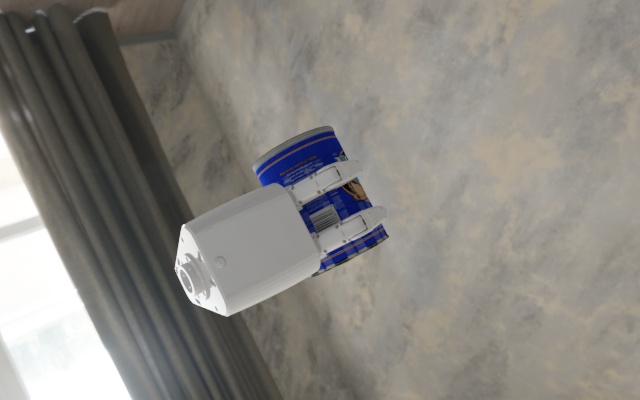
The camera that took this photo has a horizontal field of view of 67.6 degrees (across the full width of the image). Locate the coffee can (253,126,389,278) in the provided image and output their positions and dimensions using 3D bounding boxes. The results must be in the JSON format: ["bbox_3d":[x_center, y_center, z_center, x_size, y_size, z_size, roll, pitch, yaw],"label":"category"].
[{"bbox_3d":[0.000,0.002,0.541,0.103,0.140,0.103,-27,-4,-2],"label":"coffee can"}]
